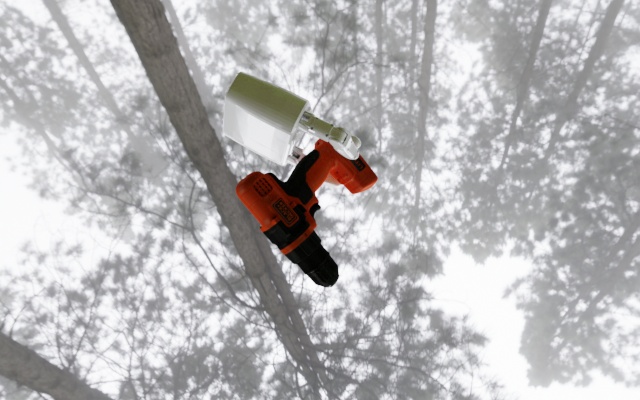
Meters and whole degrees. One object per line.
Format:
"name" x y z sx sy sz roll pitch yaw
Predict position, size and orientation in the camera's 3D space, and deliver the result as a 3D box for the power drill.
"power drill" 0.000 0.002 0.665 0.187 0.184 0.057 -44 9 -36
